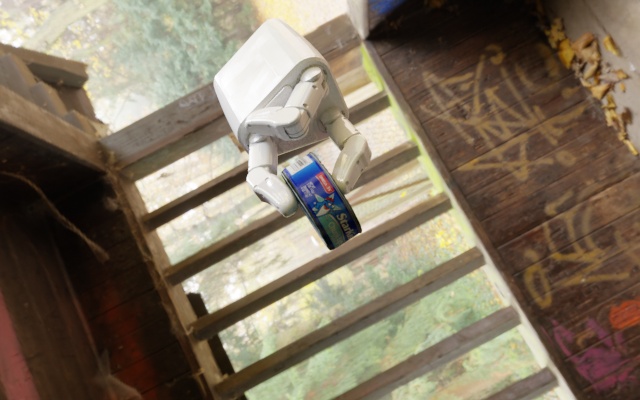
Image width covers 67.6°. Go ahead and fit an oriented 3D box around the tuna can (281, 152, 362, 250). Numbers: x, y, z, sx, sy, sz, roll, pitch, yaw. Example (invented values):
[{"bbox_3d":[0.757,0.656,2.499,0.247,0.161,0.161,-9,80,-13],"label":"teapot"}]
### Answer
[{"bbox_3d":[0.000,0.002,0.426,0.034,0.086,0.086,-32,3,-4],"label":"tuna can"}]
